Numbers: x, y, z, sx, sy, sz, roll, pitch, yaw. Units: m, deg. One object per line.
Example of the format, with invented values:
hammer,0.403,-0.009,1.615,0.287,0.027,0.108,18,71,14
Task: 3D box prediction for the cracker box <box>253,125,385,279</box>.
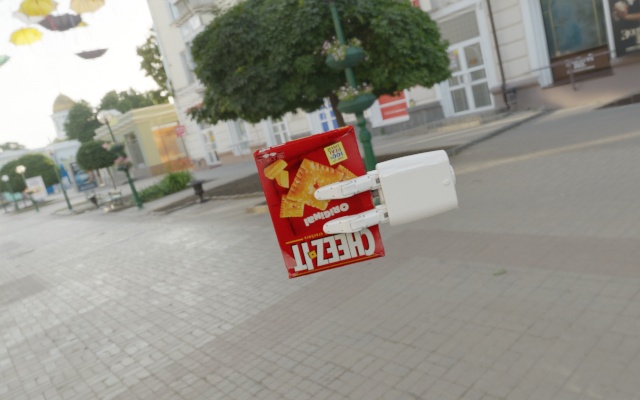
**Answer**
cracker box,0.000,0.002,0.771,0.164,0.214,0.072,-14,9,5
